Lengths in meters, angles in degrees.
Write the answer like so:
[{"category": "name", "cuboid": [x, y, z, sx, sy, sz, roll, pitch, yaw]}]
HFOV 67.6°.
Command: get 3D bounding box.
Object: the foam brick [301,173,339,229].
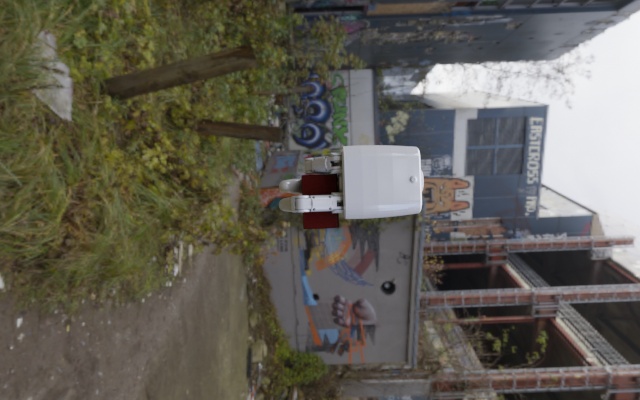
[{"category": "foam brick", "cuboid": [0.000, 0.003, 0.684, 0.051, 0.078, 0.053, -2, -1, 0]}]
